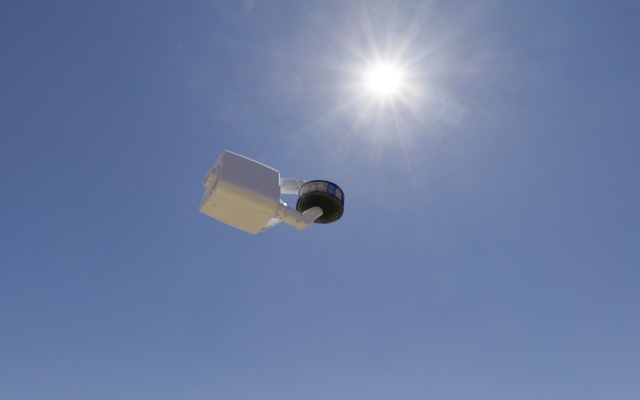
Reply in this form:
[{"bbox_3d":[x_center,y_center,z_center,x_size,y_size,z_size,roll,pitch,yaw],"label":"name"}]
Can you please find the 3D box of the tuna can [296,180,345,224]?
[{"bbox_3d":[0.000,0.002,0.851,0.086,0.033,0.086,4,-40,4],"label":"tuna can"}]
